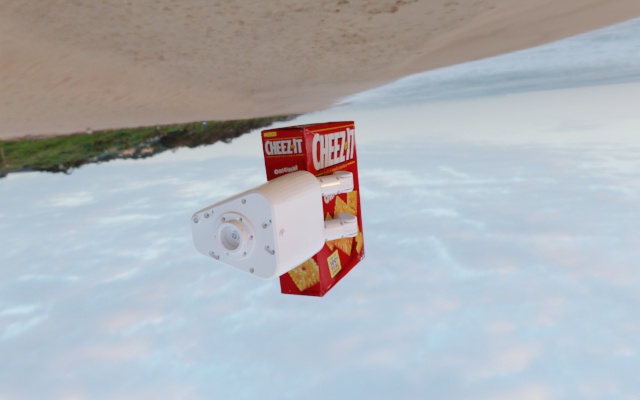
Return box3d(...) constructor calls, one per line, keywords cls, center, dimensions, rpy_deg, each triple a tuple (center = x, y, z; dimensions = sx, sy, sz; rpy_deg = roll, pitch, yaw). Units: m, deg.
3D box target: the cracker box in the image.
box3d(cls="cracker box", center=(0.000, 0.002, 0.658), dimensions=(0.072, 0.214, 0.164), rpy_deg=(0, 12, 26))
